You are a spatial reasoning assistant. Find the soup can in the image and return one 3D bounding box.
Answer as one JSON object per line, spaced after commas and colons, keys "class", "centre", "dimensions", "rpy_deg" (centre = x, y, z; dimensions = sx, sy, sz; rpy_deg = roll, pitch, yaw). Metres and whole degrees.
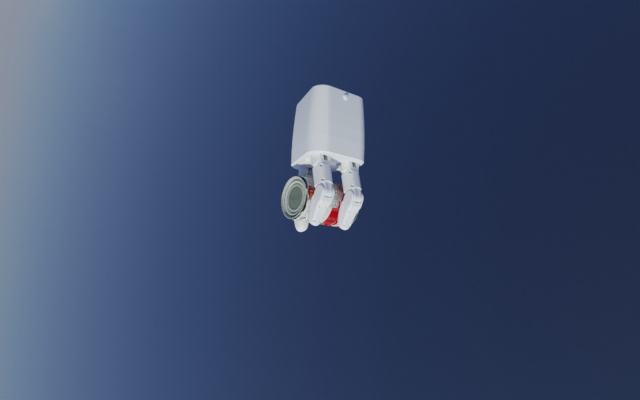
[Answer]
{"class": "soup can", "centre": [0.000, 0.003, 0.730], "dimensions": [0.102, 0.068, 0.068], "rpy_deg": [11, -6, -36]}
